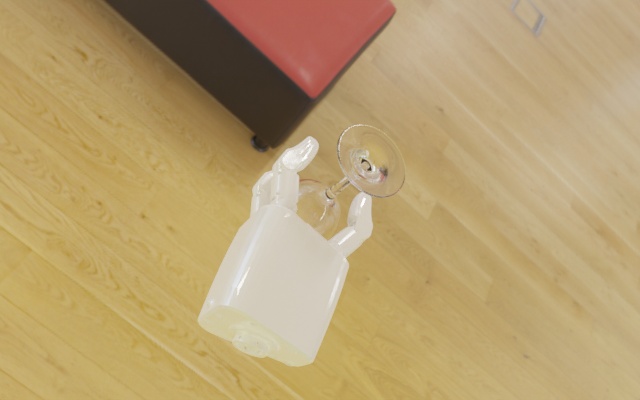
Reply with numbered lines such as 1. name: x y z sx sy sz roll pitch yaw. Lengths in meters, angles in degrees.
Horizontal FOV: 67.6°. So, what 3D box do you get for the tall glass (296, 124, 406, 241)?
1. tall glass: 0.001 0.001 0.510 0.079 0.079 0.201 0 -22 -31
